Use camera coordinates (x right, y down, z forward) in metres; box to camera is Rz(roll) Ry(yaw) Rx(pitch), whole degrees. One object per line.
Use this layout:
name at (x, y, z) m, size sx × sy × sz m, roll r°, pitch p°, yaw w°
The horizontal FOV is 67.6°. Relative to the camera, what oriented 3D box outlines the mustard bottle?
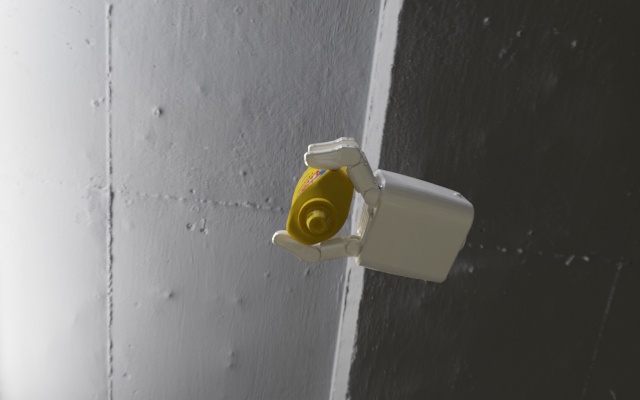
mustard bottle at (0.000, 0.002, 0.553) m, size 0.058 × 0.096 × 0.191 m, roll 38°, pitch 12°, yaw -8°
